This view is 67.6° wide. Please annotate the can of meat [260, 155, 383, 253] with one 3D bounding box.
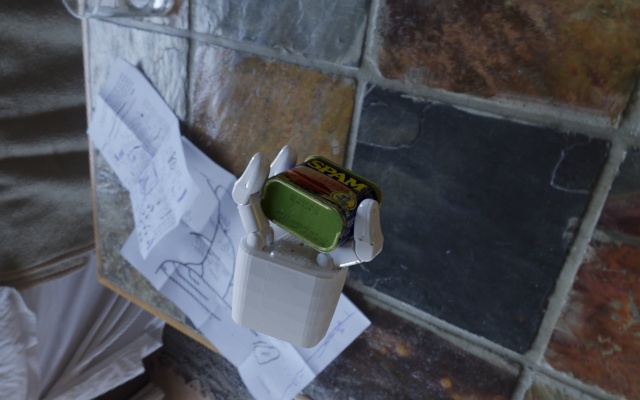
[{"bbox_3d":[0.000,0.002,0.497,0.102,0.057,0.084,29,31,21],"label":"can of meat"}]
